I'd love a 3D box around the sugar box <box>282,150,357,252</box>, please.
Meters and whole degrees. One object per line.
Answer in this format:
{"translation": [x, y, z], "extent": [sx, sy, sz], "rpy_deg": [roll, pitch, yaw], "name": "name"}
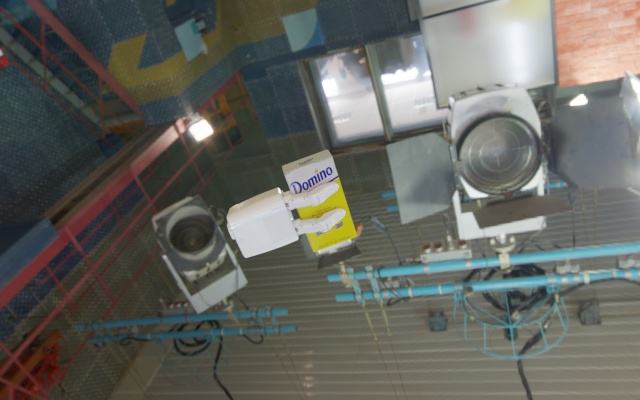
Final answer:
{"translation": [0.000, 0.003, 0.893], "extent": [0.093, 0.176, 0.048], "rpy_deg": [-21, 29, -2], "name": "sugar box"}
